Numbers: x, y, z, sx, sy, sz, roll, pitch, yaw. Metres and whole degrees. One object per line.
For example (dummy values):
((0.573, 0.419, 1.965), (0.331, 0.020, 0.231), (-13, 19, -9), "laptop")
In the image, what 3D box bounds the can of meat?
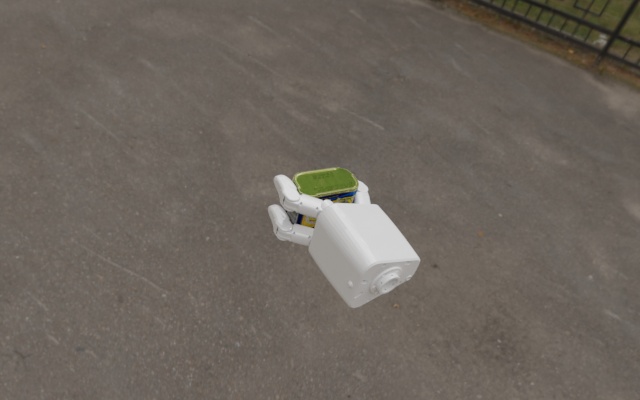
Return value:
((0.000, 0.002, 0.700), (0.102, 0.084, 0.057), (-11, 47, -28), "can of meat")
